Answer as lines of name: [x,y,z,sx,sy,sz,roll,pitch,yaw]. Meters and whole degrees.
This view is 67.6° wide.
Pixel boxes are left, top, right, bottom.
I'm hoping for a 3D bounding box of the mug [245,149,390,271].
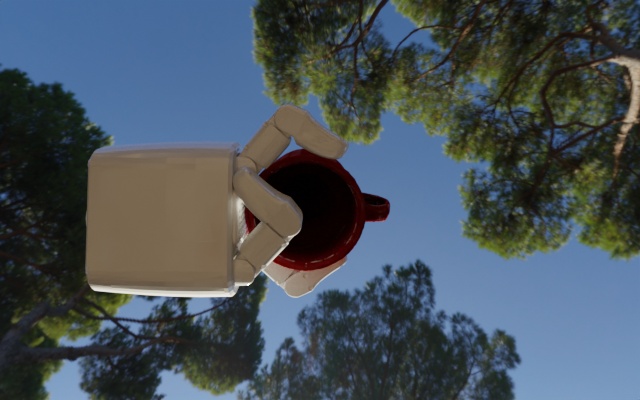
mug: [0.002,0.001,0.404,0.117,0.093,0.081,1,15,-1]
